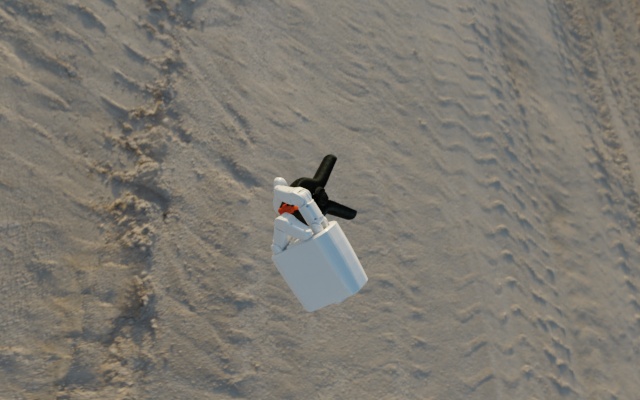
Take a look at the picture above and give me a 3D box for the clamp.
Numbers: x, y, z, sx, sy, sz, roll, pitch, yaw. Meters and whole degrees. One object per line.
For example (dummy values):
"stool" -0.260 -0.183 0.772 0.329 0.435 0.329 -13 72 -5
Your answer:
"clamp" 0.000 0.002 0.793 0.039 0.120 0.171 -25 8 43
